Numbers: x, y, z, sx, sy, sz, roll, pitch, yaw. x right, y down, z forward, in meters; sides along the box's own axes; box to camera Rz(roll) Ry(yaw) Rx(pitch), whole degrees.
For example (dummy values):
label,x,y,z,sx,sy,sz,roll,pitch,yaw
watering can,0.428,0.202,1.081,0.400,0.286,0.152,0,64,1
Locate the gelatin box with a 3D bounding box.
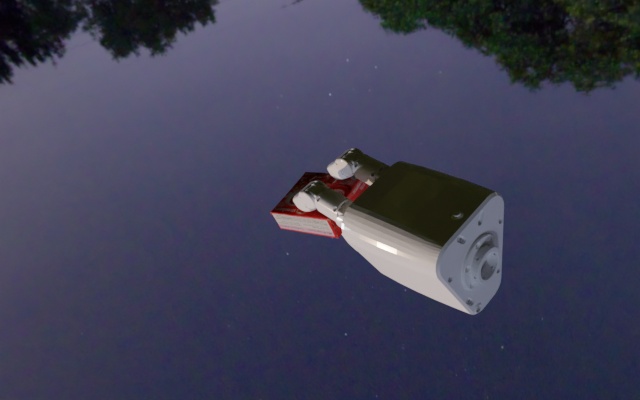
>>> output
label,x,y,z,sx,sy,sz,roll,pitch,yaw
gelatin box,0.000,0.002,0.530,0.089,0.030,0.073,5,45,41
